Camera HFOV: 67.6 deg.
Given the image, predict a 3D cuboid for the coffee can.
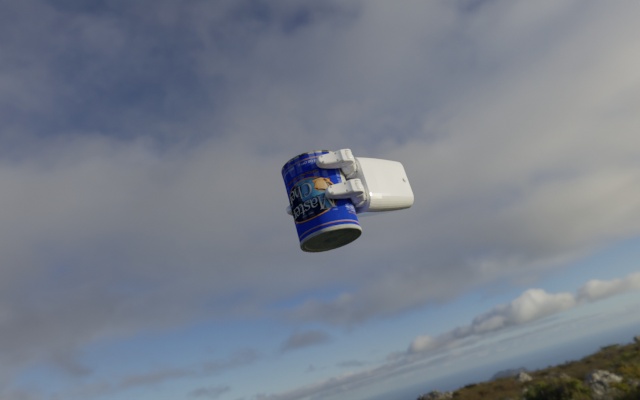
[{"bbox_3d":[0.000,0.003,0.790,0.103,0.140,0.103,-14,-22,-6],"label":"coffee can"}]
